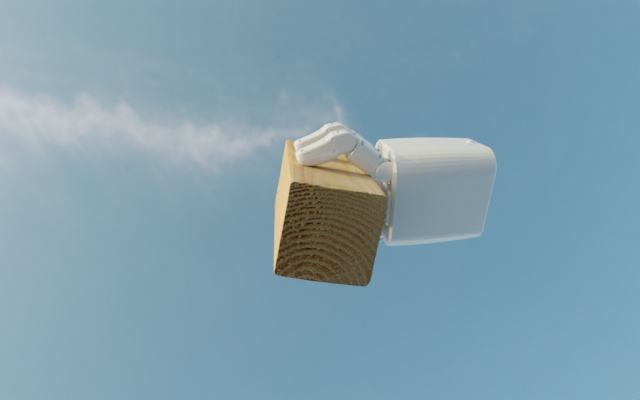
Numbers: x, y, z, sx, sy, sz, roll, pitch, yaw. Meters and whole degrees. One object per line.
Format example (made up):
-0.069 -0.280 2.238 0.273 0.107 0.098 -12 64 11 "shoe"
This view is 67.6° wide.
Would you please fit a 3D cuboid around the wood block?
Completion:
0.000 0.002 0.516 0.090 0.091 0.206 8 16 -7 "wood block"
